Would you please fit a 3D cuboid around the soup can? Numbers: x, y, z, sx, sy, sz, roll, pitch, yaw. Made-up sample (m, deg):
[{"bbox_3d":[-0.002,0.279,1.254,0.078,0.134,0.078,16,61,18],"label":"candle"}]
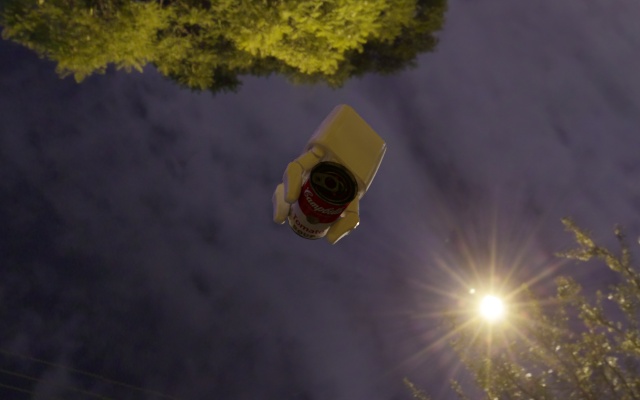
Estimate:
[{"bbox_3d":[0.000,0.003,0.656,0.068,0.068,0.102,0,-31,-24],"label":"soup can"}]
